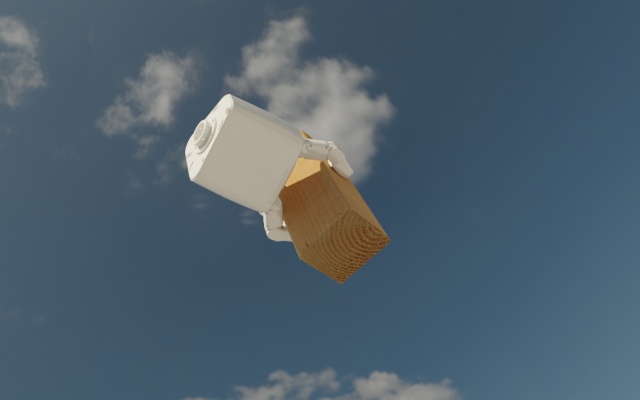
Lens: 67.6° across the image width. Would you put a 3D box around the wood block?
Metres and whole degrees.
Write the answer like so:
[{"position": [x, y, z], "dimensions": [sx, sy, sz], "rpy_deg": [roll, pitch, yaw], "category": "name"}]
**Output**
[{"position": [0.000, 0.002, 0.666], "dimensions": [0.090, 0.091, 0.206], "rpy_deg": [37, 16, -37], "category": "wood block"}]
